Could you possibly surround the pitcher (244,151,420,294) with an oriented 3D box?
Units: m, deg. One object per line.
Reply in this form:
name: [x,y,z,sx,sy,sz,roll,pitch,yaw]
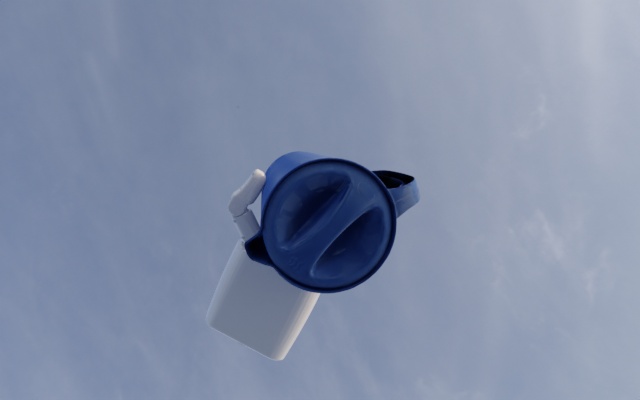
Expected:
pitcher: [0.000,0.002,0.565,0.149,0.145,0.242,24,6,-13]
